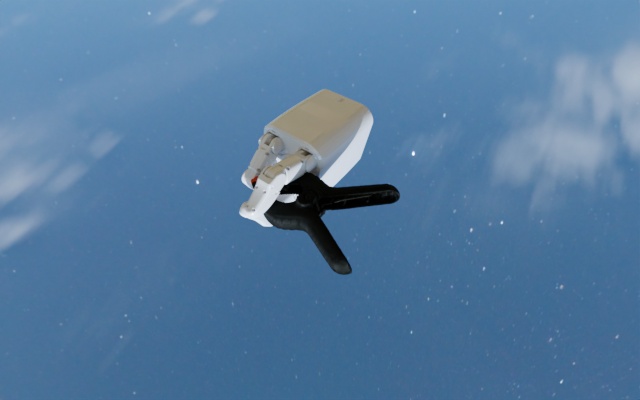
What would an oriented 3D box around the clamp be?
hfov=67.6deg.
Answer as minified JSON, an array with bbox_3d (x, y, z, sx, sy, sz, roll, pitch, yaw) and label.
[{"bbox_3d":[0.000,0.002,0.539,0.171,0.039,0.120,30,56,30],"label":"clamp"}]
